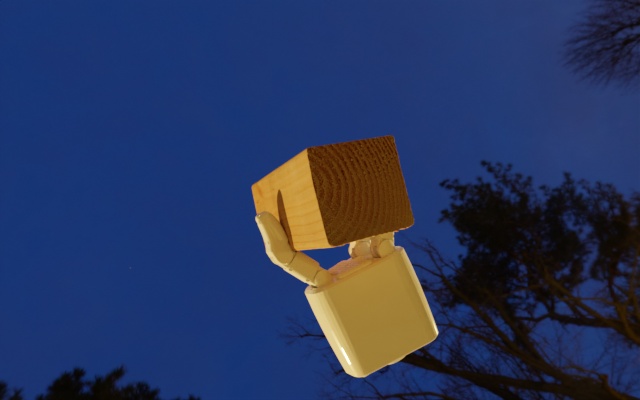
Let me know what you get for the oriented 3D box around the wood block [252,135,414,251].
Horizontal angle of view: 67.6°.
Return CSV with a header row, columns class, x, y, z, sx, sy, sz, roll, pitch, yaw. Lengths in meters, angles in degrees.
class,x,y,z,sx,sy,sz,roll,pitch,yaw
wood block,0.000,0.002,0.517,0.091,0.090,0.206,-12,-3,-23
